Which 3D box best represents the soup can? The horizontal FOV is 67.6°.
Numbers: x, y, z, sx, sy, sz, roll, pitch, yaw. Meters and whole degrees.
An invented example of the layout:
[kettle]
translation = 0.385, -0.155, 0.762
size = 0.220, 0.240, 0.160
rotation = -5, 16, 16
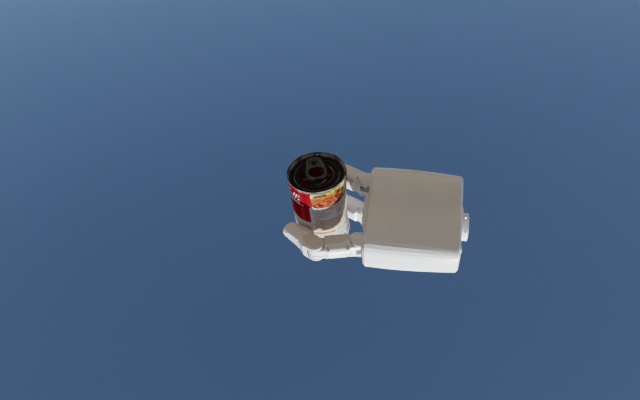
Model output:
[soup can]
translation = 0.000, 0.002, 0.573
size = 0.068, 0.068, 0.102
rotation = 0, -43, 7
